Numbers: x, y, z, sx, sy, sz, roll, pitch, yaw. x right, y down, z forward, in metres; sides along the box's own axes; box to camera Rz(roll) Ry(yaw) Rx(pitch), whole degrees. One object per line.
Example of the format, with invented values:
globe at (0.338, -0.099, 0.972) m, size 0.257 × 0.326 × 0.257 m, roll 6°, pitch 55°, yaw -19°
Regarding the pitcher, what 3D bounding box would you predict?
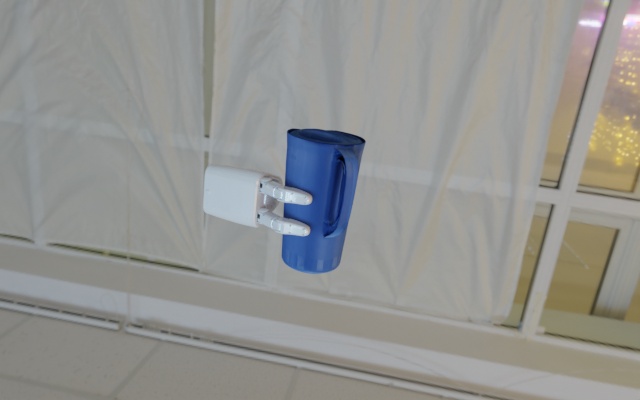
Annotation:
pitcher at (0.000, 0.003, 0.824) m, size 0.145 × 0.243 × 0.149 m, roll 12°, pitch 18°, yaw 16°
